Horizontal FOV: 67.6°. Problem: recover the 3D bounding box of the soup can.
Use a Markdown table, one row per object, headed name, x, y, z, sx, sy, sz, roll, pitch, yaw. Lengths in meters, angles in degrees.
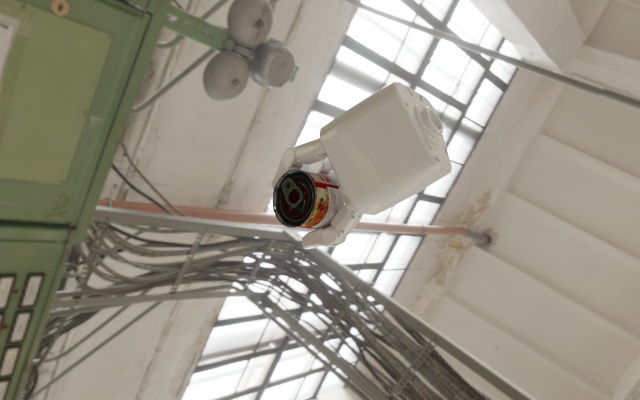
| name | x | y | z | sx | sy | sz | roll | pitch | yaw |
| --- | --- | --- | --- | --- | --- | --- | --- | --- | --- |
| soup can | 0.000 | 0.002 | 0.588 | 0.068 | 0.068 | 0.102 | 0 | -5 | 39 |
